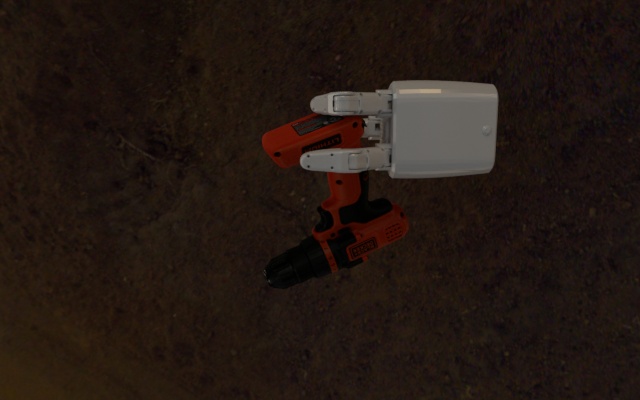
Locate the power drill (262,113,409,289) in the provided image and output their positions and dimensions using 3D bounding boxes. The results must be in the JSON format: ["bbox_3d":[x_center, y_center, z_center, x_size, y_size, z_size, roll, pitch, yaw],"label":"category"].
[{"bbox_3d":[0.000,0.001,0.537,0.184,0.188,0.057,-25,34,-9],"label":"power drill"}]
